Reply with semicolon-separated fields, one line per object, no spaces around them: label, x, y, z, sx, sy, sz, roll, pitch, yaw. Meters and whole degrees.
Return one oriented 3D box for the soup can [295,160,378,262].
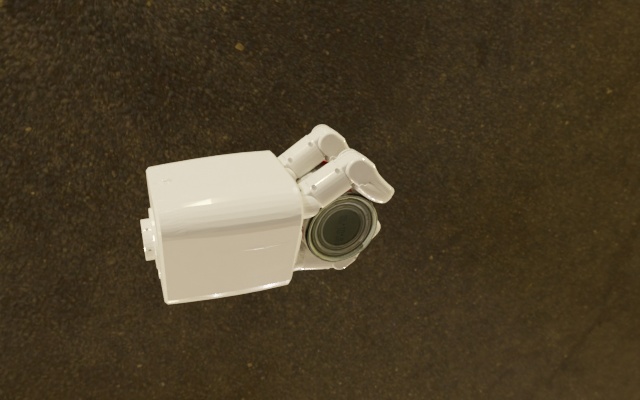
soup can;0.001;0.002;0.439;0.068;0.068;0.102;0;27;-25
